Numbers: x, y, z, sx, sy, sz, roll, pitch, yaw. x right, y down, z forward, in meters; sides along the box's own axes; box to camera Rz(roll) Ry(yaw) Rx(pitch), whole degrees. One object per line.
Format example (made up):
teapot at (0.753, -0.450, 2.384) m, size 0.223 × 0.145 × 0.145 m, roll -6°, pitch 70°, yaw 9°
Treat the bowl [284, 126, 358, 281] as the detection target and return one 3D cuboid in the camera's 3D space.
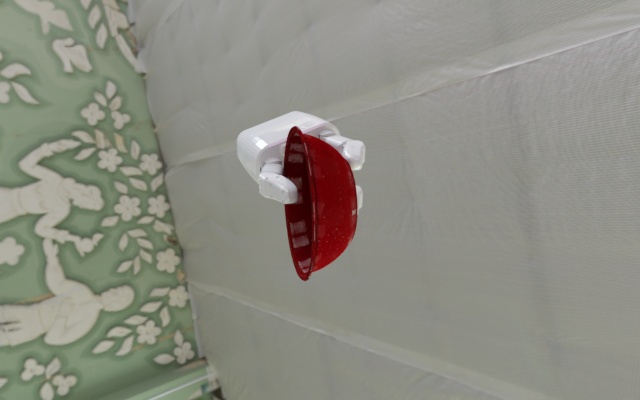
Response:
bowl at (0.001, 0.002, 0.505) m, size 0.055 × 0.162 × 0.162 m, roll -3°, pitch 1°, yaw -13°
